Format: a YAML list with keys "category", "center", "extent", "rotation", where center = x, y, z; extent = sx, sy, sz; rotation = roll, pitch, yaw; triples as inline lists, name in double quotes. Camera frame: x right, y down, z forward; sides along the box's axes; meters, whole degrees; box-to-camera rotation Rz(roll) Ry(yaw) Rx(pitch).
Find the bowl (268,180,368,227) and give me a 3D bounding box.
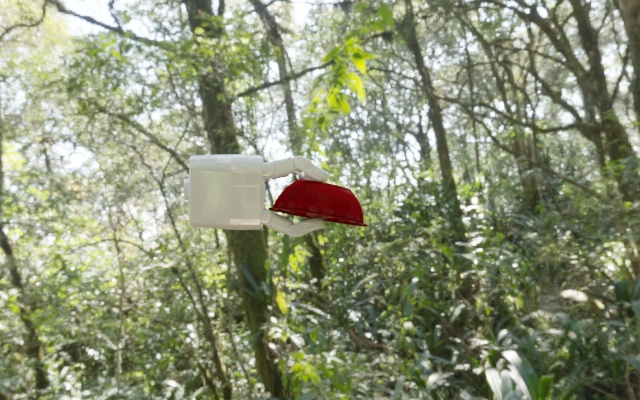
- category: "bowl"
  center: [0.001, 0.002, 0.765]
  extent: [0.162, 0.055, 0.162]
  rotation: [10, -4, 1]
